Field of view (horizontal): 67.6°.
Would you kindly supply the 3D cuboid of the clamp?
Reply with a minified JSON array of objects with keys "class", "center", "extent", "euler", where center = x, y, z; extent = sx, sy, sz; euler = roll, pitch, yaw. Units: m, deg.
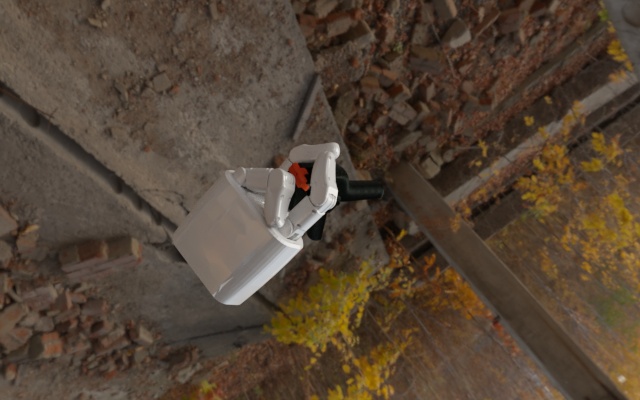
[{"class":"clamp","center":[0.000,0.002,0.583],"extent":[0.120,0.039,0.171],"euler":[-45,-32,15]}]
